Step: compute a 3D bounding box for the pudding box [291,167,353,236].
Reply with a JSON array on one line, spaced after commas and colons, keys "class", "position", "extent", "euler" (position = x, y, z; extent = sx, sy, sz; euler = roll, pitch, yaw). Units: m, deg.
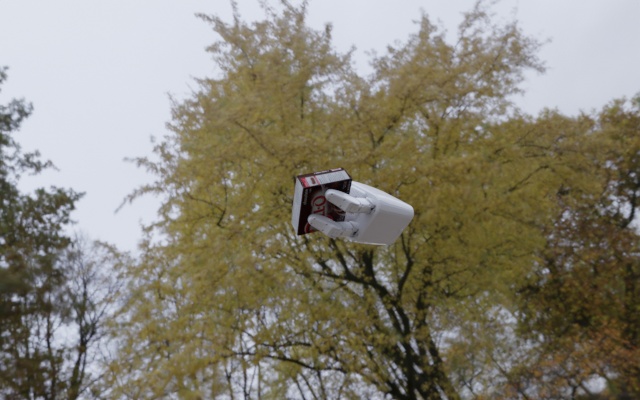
[{"class": "pudding box", "position": [0.000, 0.003, 0.814], "extent": [0.090, 0.114, 0.039], "euler": [-13, 43, -22]}]
